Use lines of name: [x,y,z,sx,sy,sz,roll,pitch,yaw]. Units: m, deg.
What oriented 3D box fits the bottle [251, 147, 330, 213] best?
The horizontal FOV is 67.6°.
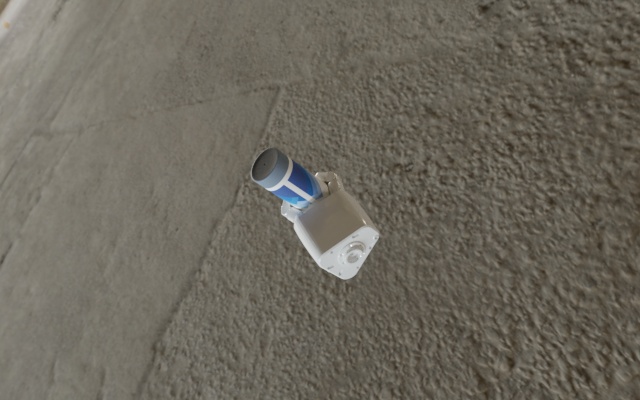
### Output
bottle: [0.000,0.003,0.890,0.069,0.069,0.296,0,-26,45]
